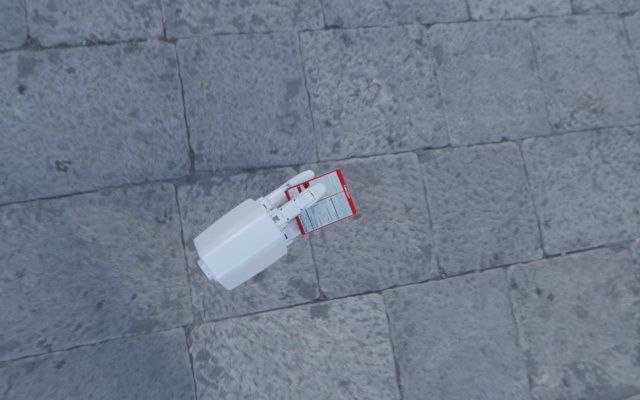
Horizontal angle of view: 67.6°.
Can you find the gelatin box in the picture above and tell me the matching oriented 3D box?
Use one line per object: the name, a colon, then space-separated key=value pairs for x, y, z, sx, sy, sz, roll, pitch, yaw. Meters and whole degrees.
gelatin box: x=0.000 y=0.002 z=0.708 sx=0.089 sy=0.073 sz=0.030 roll=-22 pitch=-2 yaw=-7
